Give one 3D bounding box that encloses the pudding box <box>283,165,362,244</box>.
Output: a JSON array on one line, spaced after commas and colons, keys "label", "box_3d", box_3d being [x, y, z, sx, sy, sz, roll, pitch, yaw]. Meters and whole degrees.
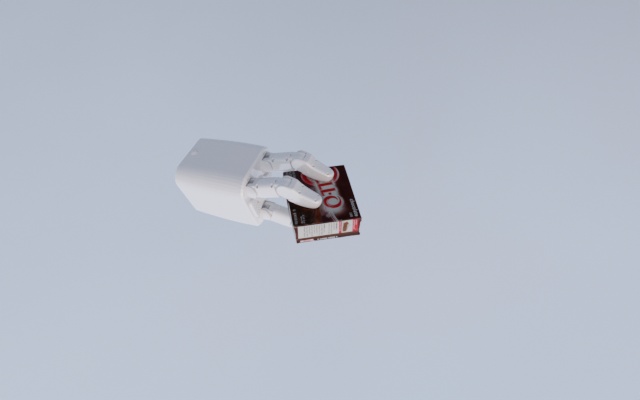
[{"label": "pudding box", "box_3d": [0.000, 0.002, 0.653, 0.090, 0.113, 0.039, -8, -44, -7]}]
